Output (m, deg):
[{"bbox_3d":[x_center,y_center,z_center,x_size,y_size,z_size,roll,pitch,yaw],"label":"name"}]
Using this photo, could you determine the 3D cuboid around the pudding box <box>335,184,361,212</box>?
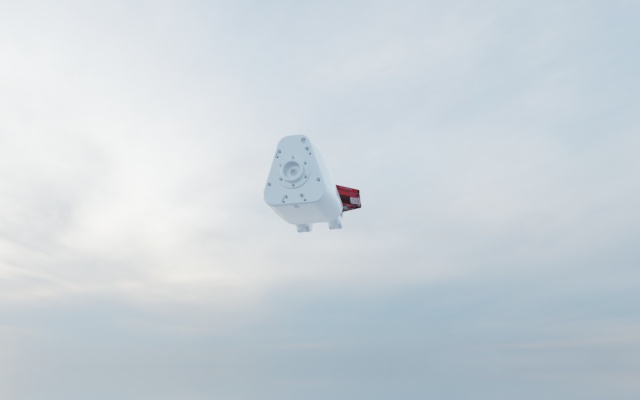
[{"bbox_3d":[0.000,0.003,0.827,0.113,0.039,0.090,-13,-16,39],"label":"pudding box"}]
